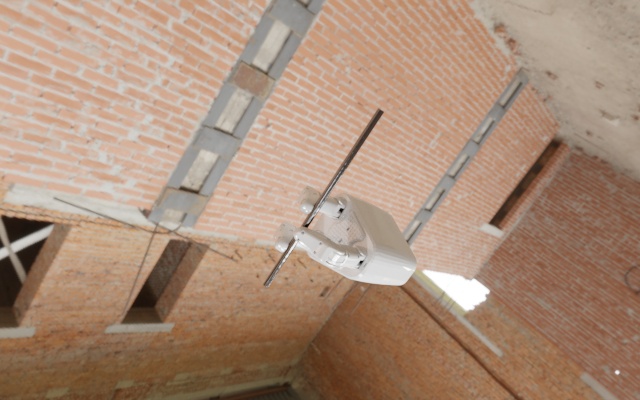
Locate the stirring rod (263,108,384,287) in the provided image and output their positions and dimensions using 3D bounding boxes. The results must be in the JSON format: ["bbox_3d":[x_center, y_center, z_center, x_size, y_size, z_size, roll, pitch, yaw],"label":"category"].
[{"bbox_3d":[0.000,0.002,0.534,0.011,0.239,0.011,31,13,-8],"label":"stirring rod"}]
